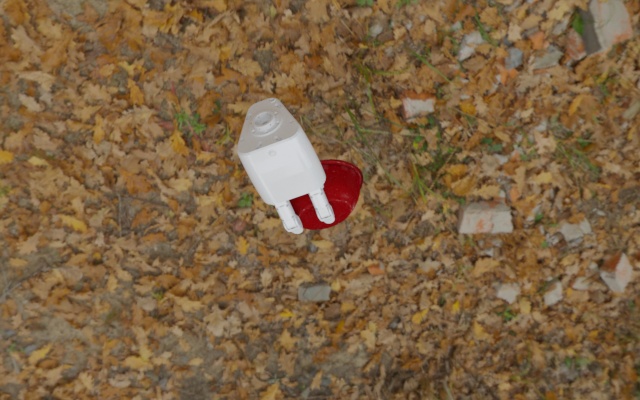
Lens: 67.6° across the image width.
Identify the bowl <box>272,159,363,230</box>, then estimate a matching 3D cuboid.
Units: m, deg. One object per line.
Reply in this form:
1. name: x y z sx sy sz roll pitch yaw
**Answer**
1. bowl: 0.001 0.003 0.793 0.162 0.055 0.162 -11 -31 -7
